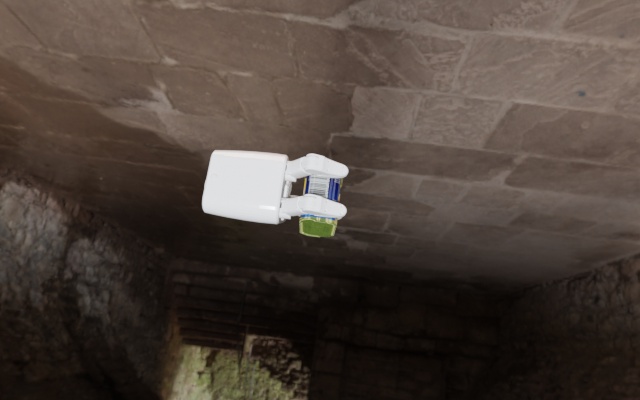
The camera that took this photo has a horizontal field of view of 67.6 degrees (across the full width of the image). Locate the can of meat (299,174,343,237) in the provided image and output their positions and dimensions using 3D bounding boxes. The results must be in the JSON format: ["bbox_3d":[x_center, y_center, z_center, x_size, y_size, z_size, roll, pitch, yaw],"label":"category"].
[{"bbox_3d":[0.000,0.003,0.689,0.057,0.084,0.102,7,-17,1],"label":"can of meat"}]
